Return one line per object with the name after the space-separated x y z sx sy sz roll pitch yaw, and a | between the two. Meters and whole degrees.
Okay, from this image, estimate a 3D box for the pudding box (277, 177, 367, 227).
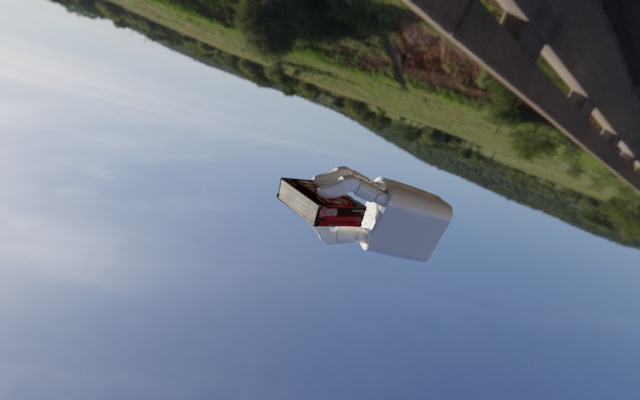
0.000 0.003 0.719 0.090 0.039 0.113 4 18 -38 | pudding box
